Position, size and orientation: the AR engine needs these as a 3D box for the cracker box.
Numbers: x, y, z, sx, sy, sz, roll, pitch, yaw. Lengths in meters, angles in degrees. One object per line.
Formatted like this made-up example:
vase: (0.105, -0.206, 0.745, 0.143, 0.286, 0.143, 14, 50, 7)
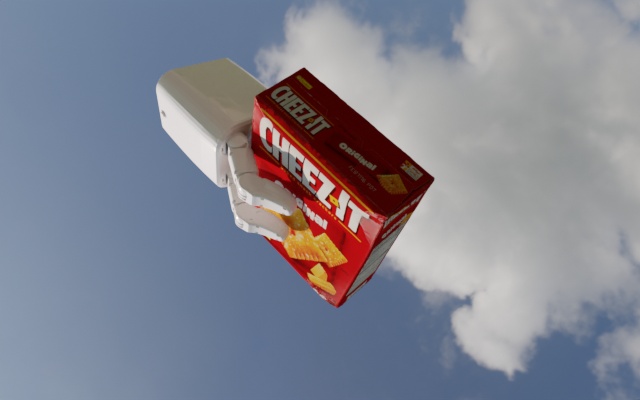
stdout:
cracker box: (0.000, 0.002, 0.493, 0.072, 0.164, 0.214, -38, -18, -28)
